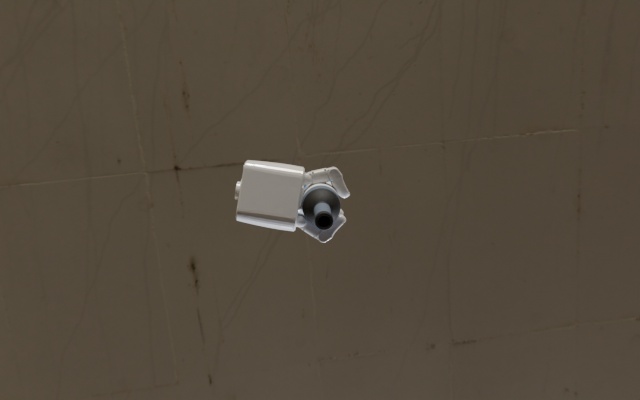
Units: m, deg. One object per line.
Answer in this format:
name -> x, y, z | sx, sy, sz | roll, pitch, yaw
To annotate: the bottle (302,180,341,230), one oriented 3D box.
bottle -> 0.000, 0.003, 0.849 | 0.069, 0.069, 0.295 | 0, 11, -2
